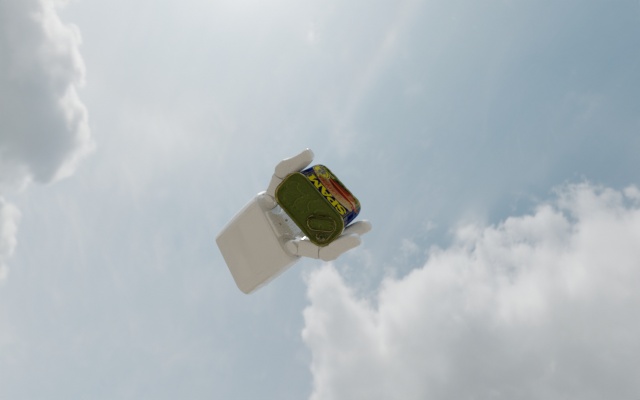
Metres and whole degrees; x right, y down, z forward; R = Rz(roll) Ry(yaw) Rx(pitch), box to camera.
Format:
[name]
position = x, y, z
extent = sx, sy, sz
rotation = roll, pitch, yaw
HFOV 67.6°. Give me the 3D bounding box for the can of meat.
[can of meat]
position = 0.000, 0.002, 0.651
extent = 0.057, 0.102, 0.084
rotation = -44, -5, 27
